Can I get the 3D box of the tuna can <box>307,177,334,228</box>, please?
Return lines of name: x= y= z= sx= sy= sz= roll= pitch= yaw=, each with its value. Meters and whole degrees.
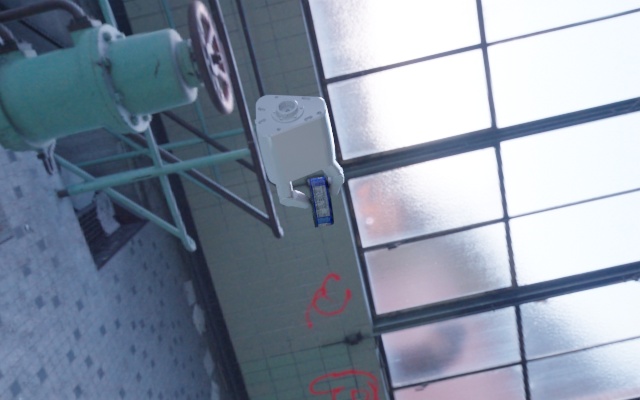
tuna can: x=0.001 y=0.003 z=0.825 sx=0.034 sy=0.086 sz=0.086 roll=-9 pitch=0 yaw=-2
